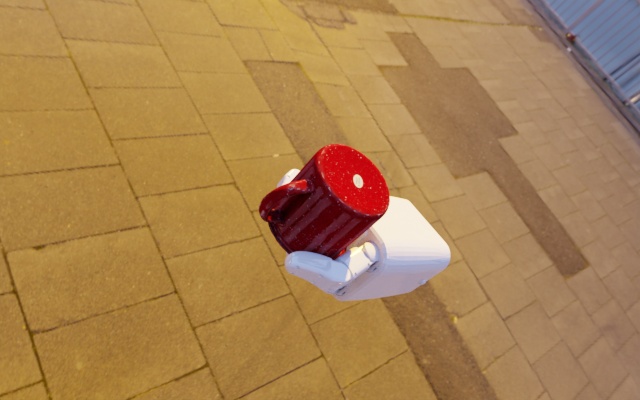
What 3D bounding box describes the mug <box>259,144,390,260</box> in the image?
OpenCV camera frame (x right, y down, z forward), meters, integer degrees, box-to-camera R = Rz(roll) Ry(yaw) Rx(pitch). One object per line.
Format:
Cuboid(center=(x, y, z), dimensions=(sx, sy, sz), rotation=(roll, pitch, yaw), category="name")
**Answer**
Cuboid(center=(-0.001, 0.001, 0.433), dimensions=(0.117, 0.093, 0.081), rotation=(4, -35, -38), category="mug")
